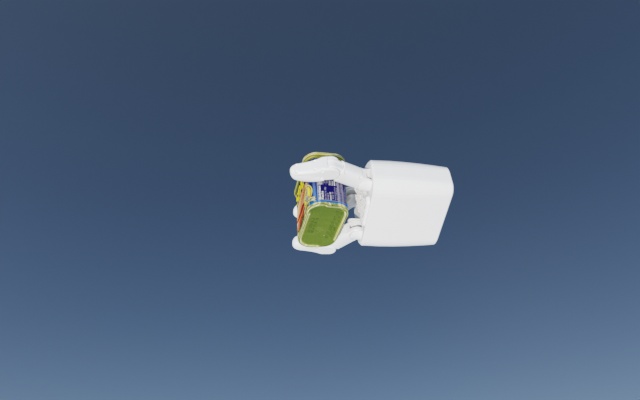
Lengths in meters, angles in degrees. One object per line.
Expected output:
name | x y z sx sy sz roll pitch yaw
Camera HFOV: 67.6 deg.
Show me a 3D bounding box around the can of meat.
can of meat | 0.000 0.002 0.627 0.057 0.084 0.102 5 -38 -12
